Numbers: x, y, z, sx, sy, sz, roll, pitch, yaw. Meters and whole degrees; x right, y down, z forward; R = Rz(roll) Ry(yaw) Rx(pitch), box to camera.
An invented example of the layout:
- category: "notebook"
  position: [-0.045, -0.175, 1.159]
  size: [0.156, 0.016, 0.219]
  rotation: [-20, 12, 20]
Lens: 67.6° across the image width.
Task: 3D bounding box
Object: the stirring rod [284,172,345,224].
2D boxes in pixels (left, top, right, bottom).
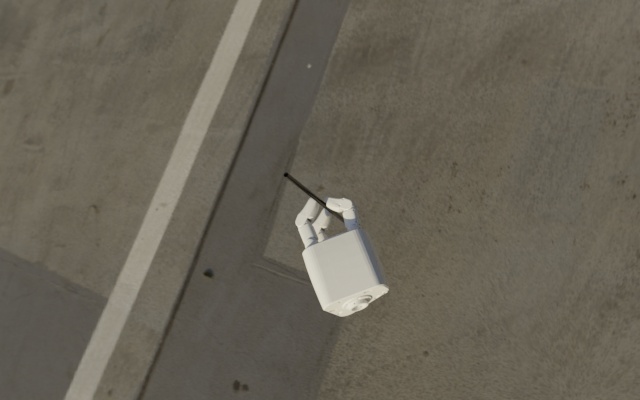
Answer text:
- category: "stirring rod"
  position: [0.000, 0.003, 0.831]
  size: [0.011, 0.011, 0.240]
  rotation: [0, -21, 28]
